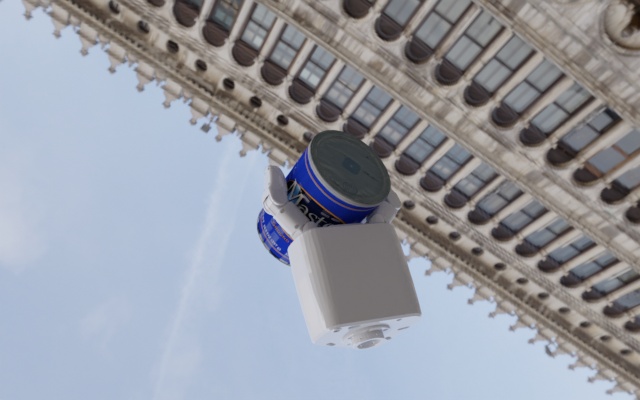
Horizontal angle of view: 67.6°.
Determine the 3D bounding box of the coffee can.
[{"bbox_3d":[0.000,0.002,0.560,0.103,0.102,0.140,0,-35,-37],"label":"coffee can"}]
